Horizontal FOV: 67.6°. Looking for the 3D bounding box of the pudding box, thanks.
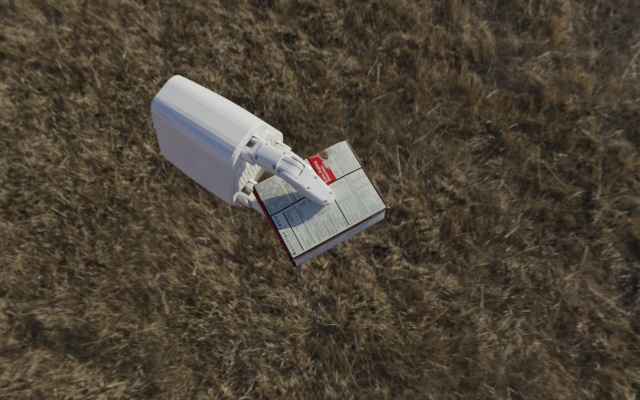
[{"bbox_3d":[0.000,0.002,0.488,0.113,0.090,0.039,-28,-15,-5],"label":"pudding box"}]
